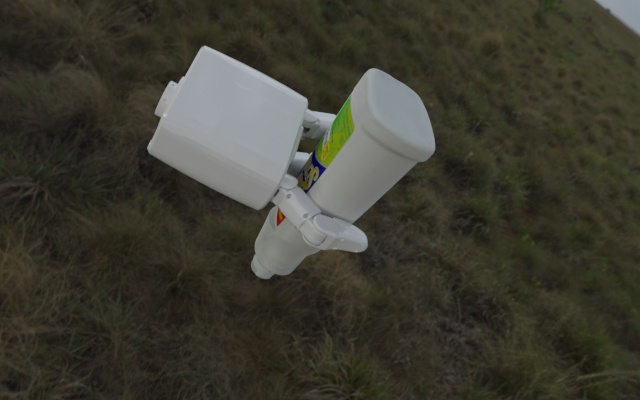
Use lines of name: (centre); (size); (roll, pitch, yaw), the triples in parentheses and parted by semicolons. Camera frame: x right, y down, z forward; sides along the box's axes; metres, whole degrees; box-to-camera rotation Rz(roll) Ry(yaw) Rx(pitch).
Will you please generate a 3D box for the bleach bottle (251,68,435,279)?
bleach bottle: (0.000, 0.001, 0.457); (0.068, 0.102, 0.251); (26, -53, -18)
